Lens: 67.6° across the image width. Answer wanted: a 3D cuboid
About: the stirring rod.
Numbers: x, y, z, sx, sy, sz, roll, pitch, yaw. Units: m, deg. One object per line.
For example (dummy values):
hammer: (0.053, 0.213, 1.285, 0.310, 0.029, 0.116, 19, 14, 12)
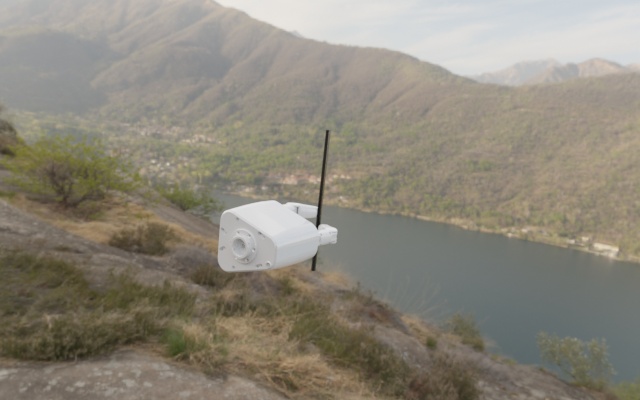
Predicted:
stirring rod: (0.000, 0.003, 0.802, 0.011, 0.239, 0.011, 6, 10, -1)
